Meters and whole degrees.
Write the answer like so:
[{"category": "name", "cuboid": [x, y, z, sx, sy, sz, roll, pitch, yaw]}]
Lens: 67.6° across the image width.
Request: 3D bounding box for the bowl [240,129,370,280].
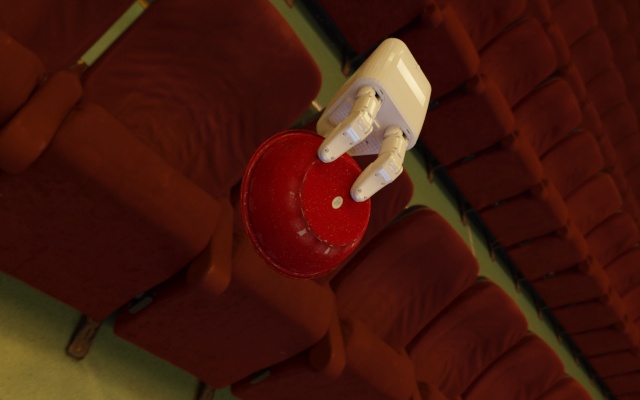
[{"category": "bowl", "cuboid": [0.000, 0.003, 0.493, 0.162, 0.162, 0.055, 0, -4, -39]}]
